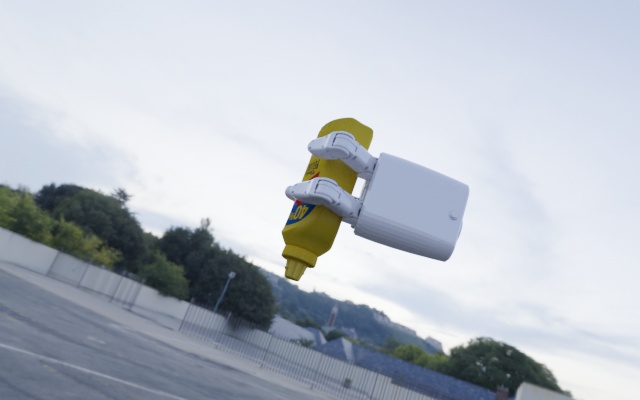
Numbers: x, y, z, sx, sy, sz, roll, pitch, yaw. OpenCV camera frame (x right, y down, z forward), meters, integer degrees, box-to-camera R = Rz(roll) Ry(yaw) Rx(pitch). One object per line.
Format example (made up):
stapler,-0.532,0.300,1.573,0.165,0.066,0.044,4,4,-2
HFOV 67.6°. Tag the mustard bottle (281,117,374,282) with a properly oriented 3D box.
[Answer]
mustard bottle,0.000,0.001,0.557,0.058,0.191,0.096,27,-18,-21
